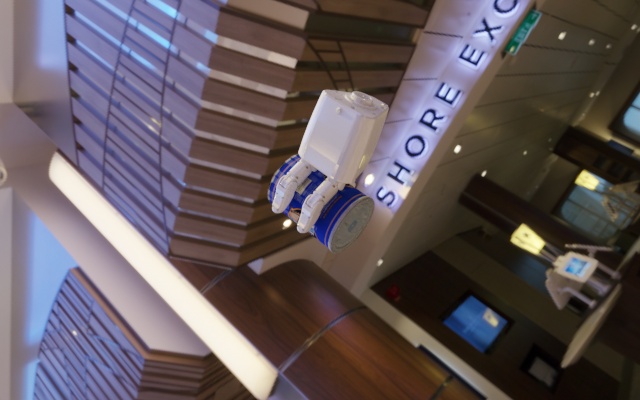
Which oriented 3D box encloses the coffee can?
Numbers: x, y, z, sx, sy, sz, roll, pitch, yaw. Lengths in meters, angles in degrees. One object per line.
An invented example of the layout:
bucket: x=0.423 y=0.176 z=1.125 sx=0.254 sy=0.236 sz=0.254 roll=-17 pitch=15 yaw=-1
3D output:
coffee can: x=0.000 y=0.003 z=0.762 sx=0.140 sy=0.103 sz=0.103 roll=36 pitch=17 yaw=25
